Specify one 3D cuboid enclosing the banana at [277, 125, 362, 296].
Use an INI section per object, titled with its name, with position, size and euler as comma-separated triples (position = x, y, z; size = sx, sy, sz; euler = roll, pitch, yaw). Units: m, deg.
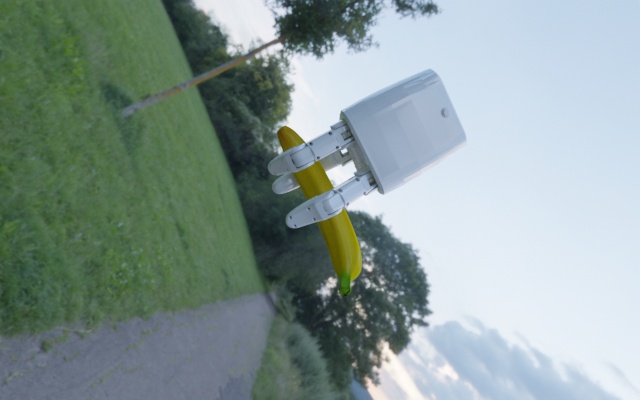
[banana]
position = 0.005, 0.007, 0.538
size = 0.037, 0.197, 0.069
euler = -25, -12, 7
